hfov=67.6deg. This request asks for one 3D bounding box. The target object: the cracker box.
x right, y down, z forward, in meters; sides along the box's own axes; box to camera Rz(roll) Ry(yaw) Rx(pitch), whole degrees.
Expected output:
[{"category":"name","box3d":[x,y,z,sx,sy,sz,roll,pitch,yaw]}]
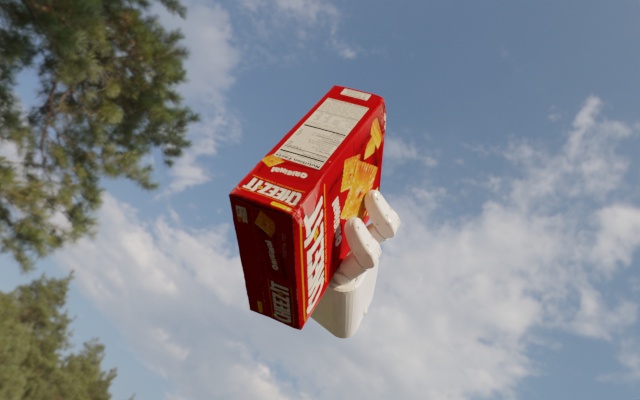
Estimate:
[{"category":"cracker box","box3d":[0.000,0.002,0.509,0.072,0.164,0.213,17,44,20]}]
